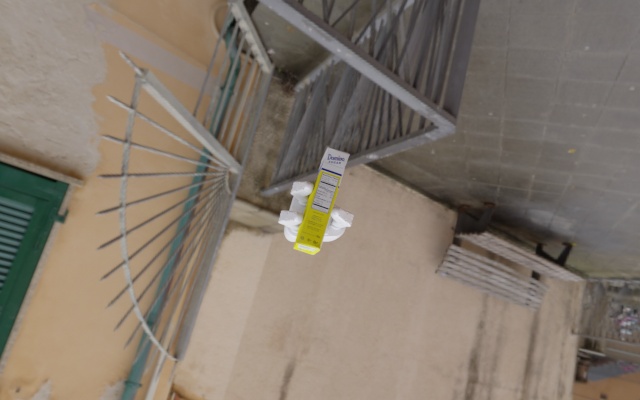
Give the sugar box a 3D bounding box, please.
[{"bbox_3d":[0.000,0.003,0.840,0.048,0.176,0.093,16,-13,-4],"label":"sugar box"}]
